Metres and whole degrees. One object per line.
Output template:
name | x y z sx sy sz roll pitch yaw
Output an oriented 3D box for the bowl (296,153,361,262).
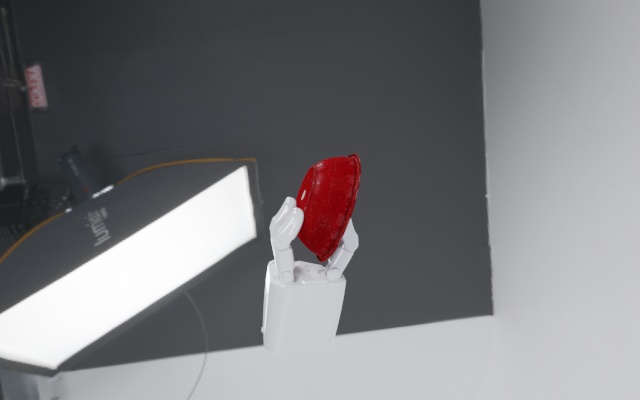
bowl | 0.000 0.001 0.677 0.055 0.162 0.162 18 -4 -12
